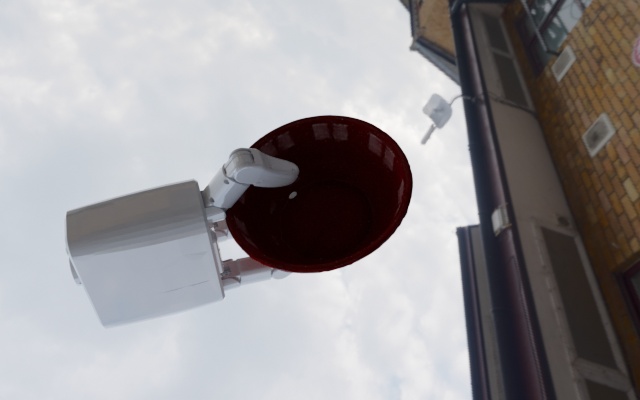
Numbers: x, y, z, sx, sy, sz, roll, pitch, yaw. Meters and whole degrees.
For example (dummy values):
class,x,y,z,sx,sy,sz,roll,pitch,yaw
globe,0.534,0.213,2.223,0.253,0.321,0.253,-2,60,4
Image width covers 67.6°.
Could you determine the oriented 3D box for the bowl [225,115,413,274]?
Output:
class,x,y,z,sx,sy,sz,roll,pitch,yaw
bowl,0.001,0.001,0.421,0.162,0.162,0.055,0,-34,13
